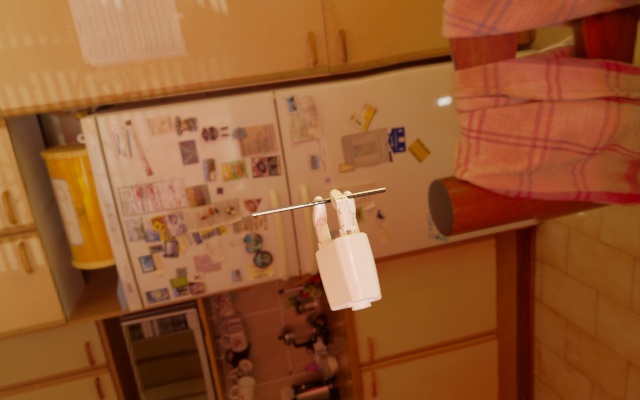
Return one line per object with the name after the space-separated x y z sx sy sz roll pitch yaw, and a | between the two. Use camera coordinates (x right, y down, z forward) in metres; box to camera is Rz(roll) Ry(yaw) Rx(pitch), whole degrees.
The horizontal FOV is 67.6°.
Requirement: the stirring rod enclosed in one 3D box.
0.000 0.003 0.835 0.239 0.011 0.011 -10 2 -11 | stirring rod
